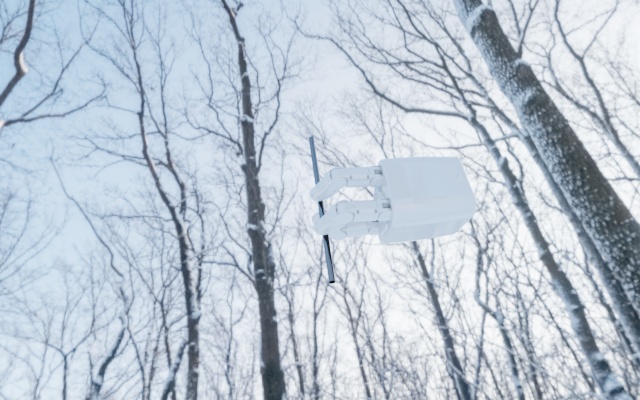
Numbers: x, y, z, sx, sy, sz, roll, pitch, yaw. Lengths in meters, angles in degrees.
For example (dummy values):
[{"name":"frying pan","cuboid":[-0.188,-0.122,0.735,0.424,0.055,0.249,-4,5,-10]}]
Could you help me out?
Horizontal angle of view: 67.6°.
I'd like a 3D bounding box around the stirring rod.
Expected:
[{"name":"stirring rod","cuboid":[0.000,0.002,0.636,0.011,0.239,0.011,-5,-38,-4]}]
